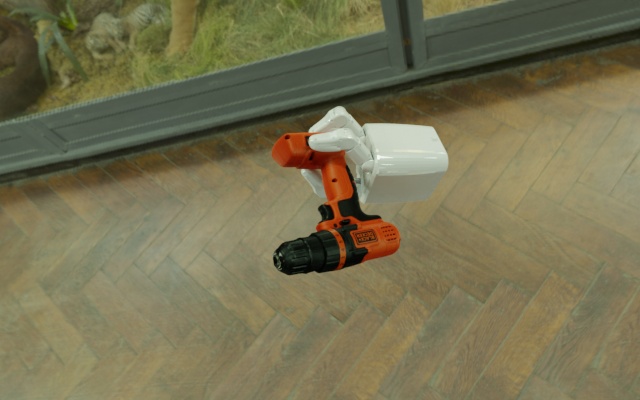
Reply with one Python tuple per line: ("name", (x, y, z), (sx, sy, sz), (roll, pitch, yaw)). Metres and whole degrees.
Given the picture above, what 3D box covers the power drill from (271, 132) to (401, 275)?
("power drill", (0.000, 0.002, 0.622), (0.184, 0.187, 0.057), (-6, -24, -35))
